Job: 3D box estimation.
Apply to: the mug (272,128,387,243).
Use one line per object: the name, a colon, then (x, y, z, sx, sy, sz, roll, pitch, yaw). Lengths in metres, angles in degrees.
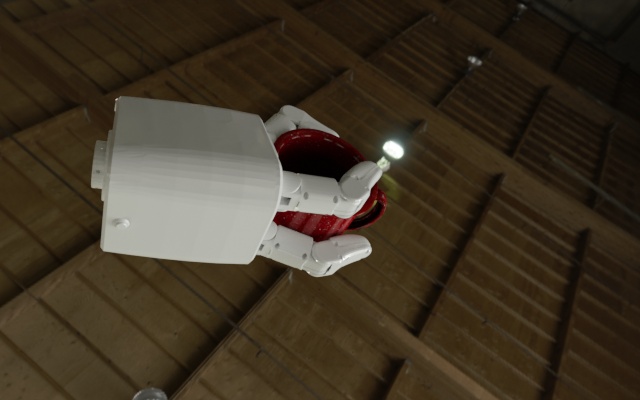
mug: (0.001, 0.002, 0.414, 0.117, 0.093, 0.081, 8, -41, -23)
